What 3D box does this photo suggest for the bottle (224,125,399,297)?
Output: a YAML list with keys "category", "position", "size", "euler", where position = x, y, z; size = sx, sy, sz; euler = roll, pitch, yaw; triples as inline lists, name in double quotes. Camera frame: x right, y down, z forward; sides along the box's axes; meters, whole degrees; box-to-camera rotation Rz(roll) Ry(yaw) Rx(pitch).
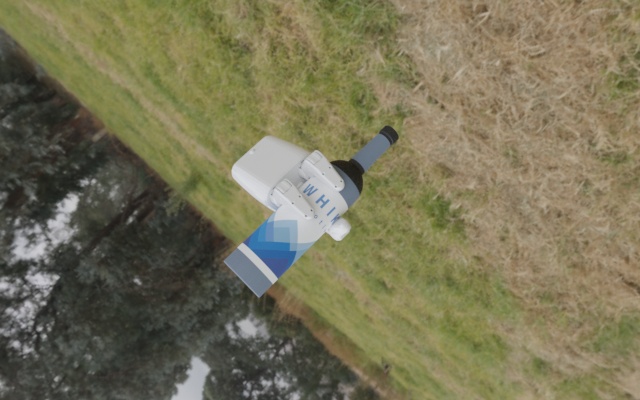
- category: "bottle"
  position: [0.000, 0.002, 0.651]
  size: [0.295, 0.069, 0.069]
  euler: [-44, 13, -14]
